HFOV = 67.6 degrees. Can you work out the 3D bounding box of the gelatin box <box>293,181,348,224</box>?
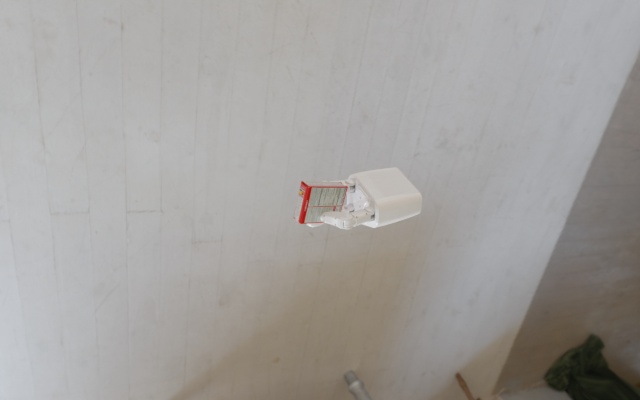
[{"bbox_3d":[0.000,0.003,0.868,0.089,0.073,0.030,-2,25,-35],"label":"gelatin box"}]
